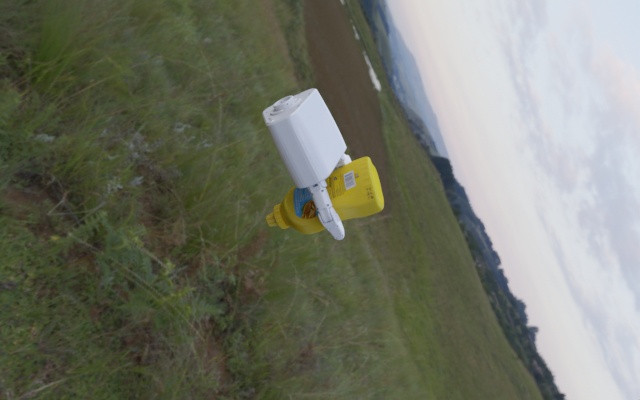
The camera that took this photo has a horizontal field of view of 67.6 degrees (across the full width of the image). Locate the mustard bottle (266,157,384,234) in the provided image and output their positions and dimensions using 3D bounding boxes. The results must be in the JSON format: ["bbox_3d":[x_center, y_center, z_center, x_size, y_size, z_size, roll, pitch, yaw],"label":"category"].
[{"bbox_3d":[0.001,0.003,0.757,0.191,0.096,0.058,-20,-41,16],"label":"mustard bottle"}]
